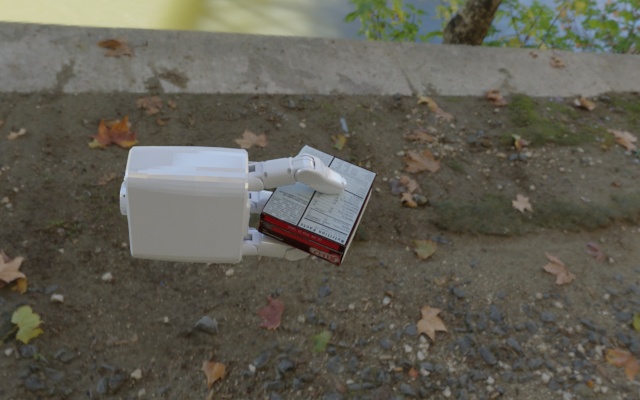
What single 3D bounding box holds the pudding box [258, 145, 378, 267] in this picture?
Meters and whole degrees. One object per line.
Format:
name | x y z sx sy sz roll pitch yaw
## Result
pudding box | 0.000 0.001 0.490 0.090 0.113 0.039 23 -39 6
